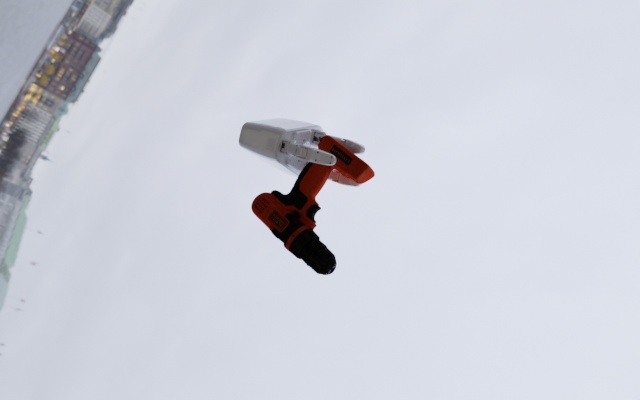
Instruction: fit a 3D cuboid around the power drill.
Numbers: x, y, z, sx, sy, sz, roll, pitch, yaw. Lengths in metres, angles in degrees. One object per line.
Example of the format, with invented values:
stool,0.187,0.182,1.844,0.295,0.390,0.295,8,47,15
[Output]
power drill,0.000,0.002,0.773,0.184,0.187,0.057,41,-1,23
